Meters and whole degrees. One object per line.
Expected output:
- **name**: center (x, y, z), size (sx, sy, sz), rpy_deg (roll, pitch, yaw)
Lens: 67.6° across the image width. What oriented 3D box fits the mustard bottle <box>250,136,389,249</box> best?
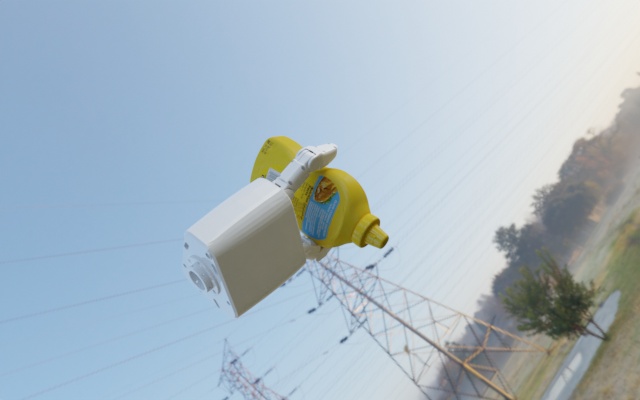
- **mustard bottle**: center (0.000, 0.002, 0.581), size (0.191, 0.096, 0.058), rpy_deg (33, 27, 26)
